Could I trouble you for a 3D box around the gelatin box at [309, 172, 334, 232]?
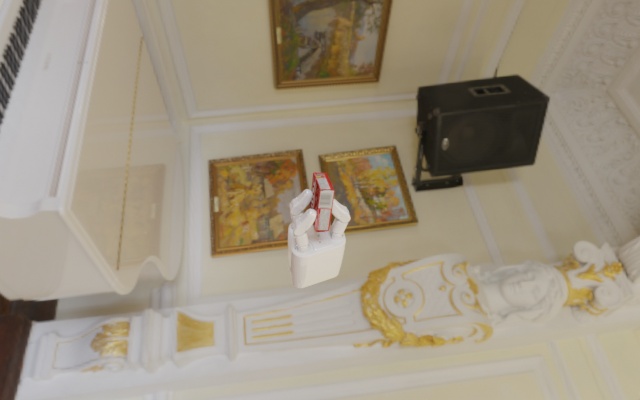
[{"bbox_3d":[0.001,0.003,0.889,0.030,0.089,0.073,1,29,-12],"label":"gelatin box"}]
